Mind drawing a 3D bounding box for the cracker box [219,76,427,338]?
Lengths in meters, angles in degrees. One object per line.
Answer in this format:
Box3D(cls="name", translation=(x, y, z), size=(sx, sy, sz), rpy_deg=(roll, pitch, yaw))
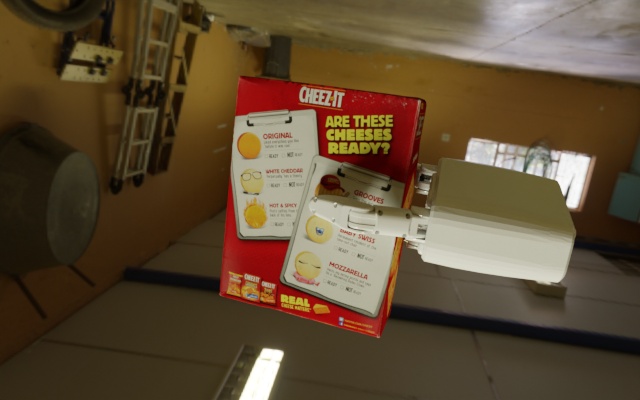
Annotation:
Box3D(cls="cracker box", translation=(0.000, 0.002, 0.452), size=(0.164, 0.214, 0.072), rpy_deg=(11, 13, 15))
